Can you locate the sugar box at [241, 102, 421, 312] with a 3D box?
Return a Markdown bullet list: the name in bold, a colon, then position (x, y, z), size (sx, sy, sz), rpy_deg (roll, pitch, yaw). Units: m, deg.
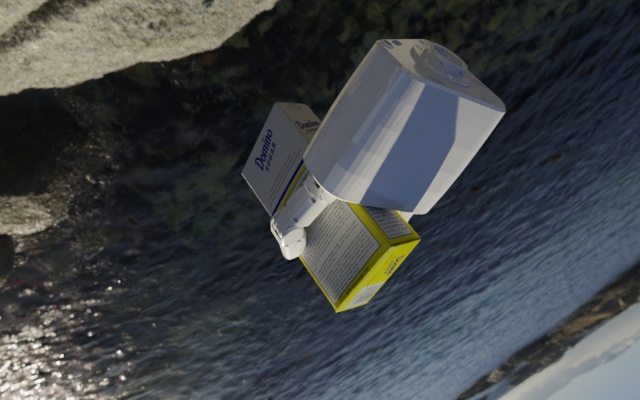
- **sugar box**: position (0.001, 0.001, 0.429), size (0.048, 0.176, 0.093), rpy_deg (-5, -40, -42)
